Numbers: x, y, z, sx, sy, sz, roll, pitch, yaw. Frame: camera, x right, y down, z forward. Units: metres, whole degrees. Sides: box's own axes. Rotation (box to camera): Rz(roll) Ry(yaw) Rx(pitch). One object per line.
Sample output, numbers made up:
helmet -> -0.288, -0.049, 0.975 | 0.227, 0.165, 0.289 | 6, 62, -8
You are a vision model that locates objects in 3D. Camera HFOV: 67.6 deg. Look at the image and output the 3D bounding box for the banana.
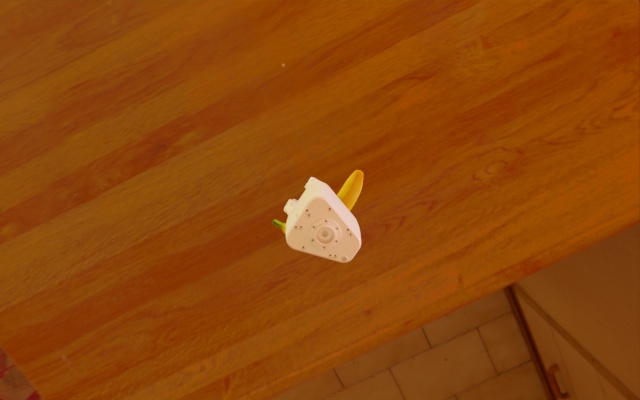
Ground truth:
banana -> 0.007, 0.020, 0.890 | 0.198, 0.069, 0.037 | -31, 6, 7
